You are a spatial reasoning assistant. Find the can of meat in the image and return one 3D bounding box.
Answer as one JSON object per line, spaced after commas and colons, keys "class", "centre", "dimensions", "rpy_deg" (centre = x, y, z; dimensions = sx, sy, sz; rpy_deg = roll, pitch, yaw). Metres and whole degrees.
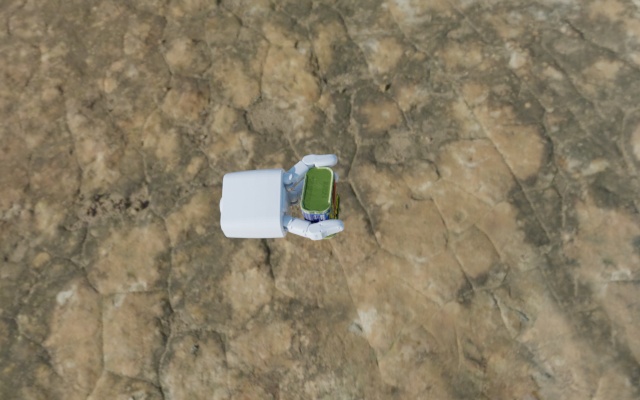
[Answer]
{"class": "can of meat", "centre": [0.000, 0.003, 0.834], "dimensions": [0.057, 0.102, 0.084], "rpy_deg": [0, -34, 9]}
